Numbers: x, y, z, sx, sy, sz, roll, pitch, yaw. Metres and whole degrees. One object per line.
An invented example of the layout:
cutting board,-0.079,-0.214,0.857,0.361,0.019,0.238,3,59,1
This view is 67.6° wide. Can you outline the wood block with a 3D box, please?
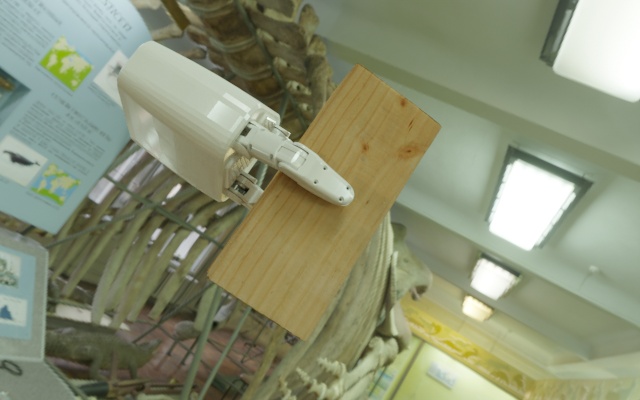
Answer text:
wood block,0.000,0.001,0.410,0.090,0.206,0.091,35,-11,-8
